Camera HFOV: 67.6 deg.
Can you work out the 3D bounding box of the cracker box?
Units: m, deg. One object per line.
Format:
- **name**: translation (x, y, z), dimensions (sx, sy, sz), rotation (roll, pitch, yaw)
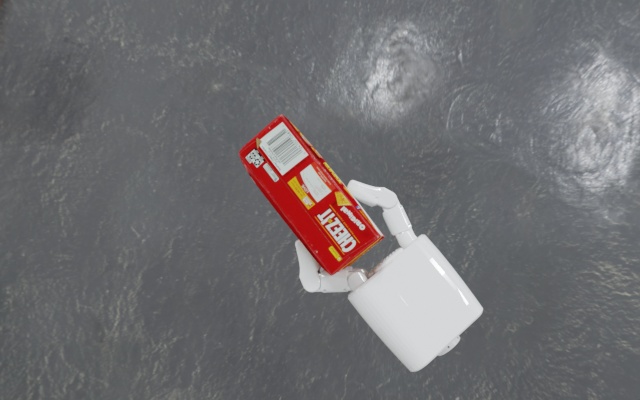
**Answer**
- **cracker box**: translation (0.000, 0.002, 0.581), dimensions (0.072, 0.164, 0.214), rotation (-39, -9, 4)
